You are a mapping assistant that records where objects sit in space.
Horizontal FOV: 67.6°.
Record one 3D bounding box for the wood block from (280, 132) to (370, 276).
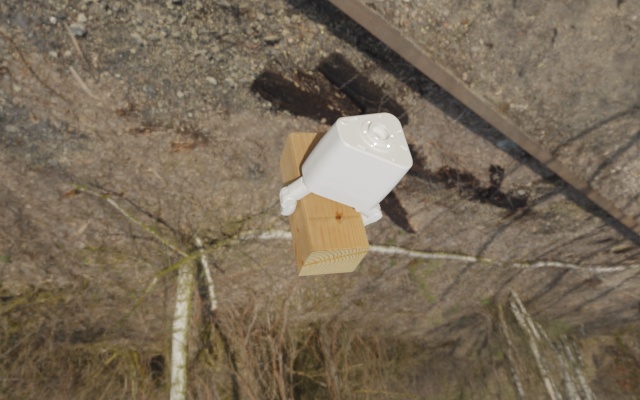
[{"bbox_3d":[0.000,0.002,0.746,0.091,0.206,0.090,-1,-30,-18],"label":"wood block"}]
